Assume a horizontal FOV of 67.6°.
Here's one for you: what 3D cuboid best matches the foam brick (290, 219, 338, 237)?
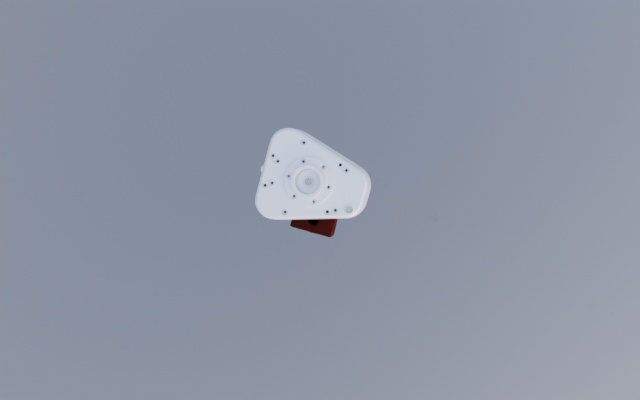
[{"bbox_3d":[0.000,0.002,0.598,0.053,0.078,0.051,15,4,6],"label":"foam brick"}]
